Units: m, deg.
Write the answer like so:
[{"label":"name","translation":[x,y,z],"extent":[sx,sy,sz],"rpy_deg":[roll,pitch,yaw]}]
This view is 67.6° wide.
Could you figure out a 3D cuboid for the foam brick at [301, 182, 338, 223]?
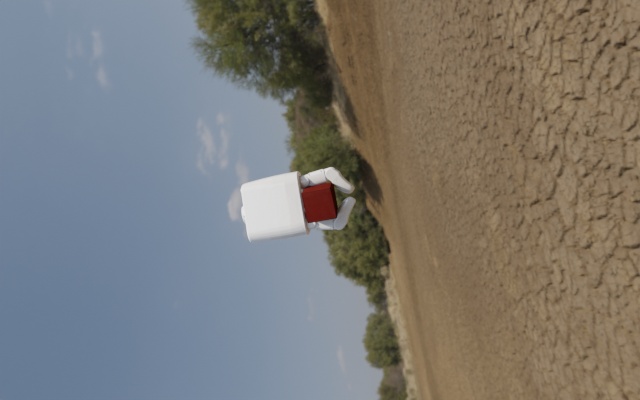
[{"label":"foam brick","translation":[0.000,0.003,0.812],"extent":[0.051,0.053,0.078],"rpy_deg":[-10,8,5]}]
